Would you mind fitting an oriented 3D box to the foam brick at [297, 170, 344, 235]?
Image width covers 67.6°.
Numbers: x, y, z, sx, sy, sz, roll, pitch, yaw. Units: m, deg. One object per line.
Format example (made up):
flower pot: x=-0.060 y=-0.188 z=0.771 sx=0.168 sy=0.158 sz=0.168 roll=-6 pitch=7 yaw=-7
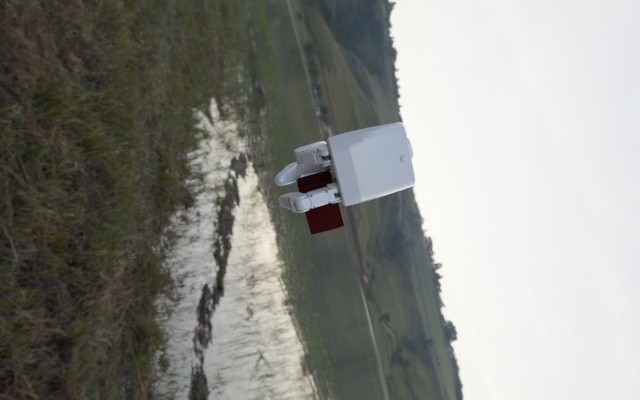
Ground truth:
foam brick: x=0.000 y=0.003 z=0.705 sx=0.051 sy=0.078 sz=0.053 roll=-15 pitch=17 yaw=0
